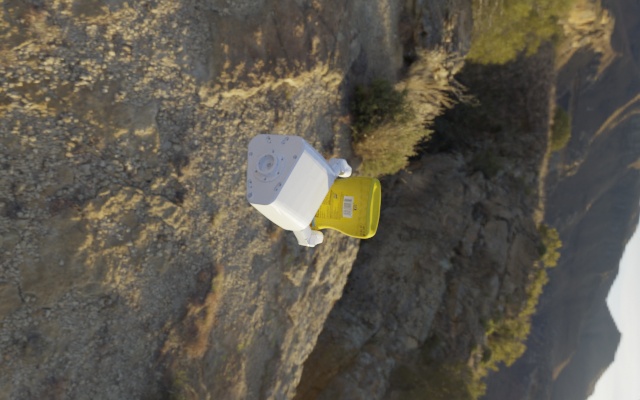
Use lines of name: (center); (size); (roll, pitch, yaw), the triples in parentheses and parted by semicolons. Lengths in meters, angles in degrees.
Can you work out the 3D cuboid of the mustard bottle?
mustard bottle: (0.001, 0.003, 0.787); (0.191, 0.096, 0.058); (7, 6, 26)
